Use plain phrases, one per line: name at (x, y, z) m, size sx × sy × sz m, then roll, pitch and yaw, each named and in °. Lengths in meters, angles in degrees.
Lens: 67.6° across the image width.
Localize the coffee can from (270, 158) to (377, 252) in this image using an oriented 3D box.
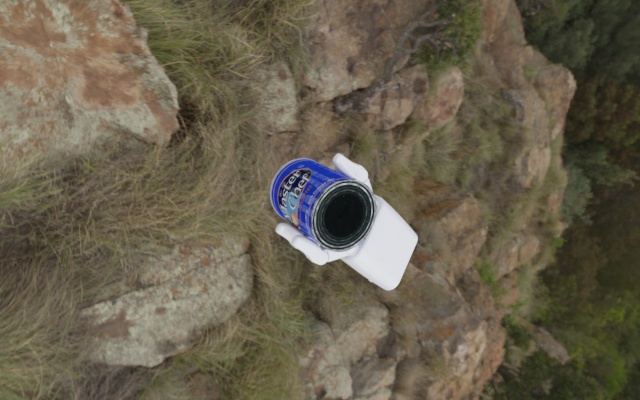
coffee can at (0.000, 0.002, 0.693) m, size 0.103 × 0.103 × 0.140 m, roll 0°, pitch 16°, yaw -29°
